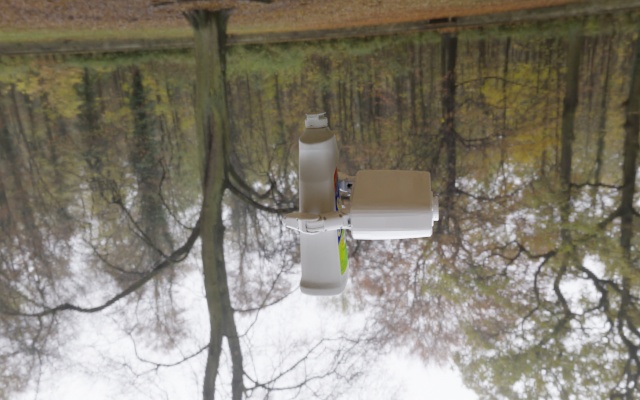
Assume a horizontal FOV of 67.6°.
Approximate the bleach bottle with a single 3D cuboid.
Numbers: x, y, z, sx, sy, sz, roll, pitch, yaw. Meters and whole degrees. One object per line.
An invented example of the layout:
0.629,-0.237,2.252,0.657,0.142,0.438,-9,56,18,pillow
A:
0.000,0.002,0.682,0.068,0.251,0.102,-1,16,12,bleach bottle
